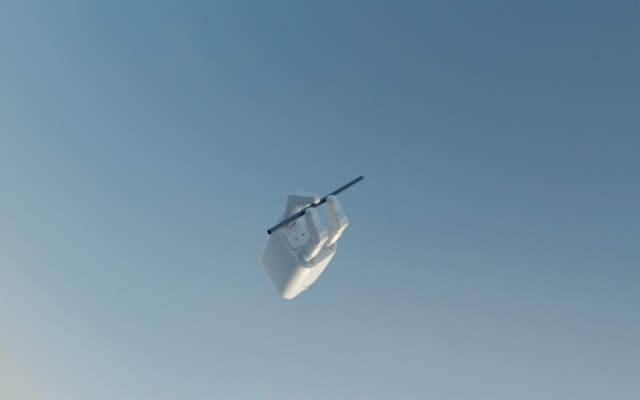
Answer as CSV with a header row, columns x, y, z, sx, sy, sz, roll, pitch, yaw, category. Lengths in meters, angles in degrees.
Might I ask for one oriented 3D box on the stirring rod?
x,y,z,sx,sy,sz,roll,pitch,yaw,category
0.000,0.003,0.774,0.011,0.011,0.239,0,21,42,stirring rod
